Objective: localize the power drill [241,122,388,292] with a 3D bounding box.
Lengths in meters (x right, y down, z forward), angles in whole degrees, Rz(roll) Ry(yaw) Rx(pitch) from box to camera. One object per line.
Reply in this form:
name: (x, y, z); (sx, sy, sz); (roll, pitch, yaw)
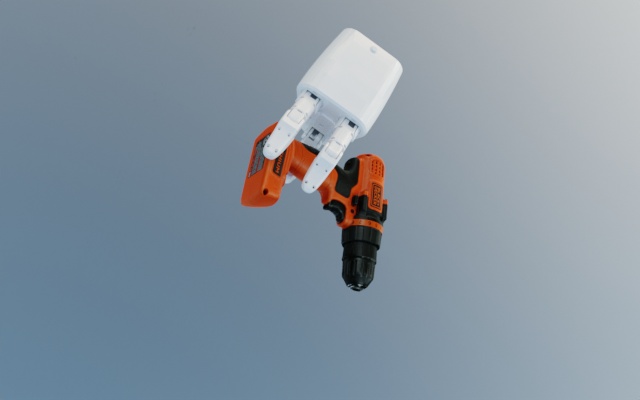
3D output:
power drill: (0.000, 0.001, 0.579); (0.188, 0.184, 0.057); (24, -31, -30)
